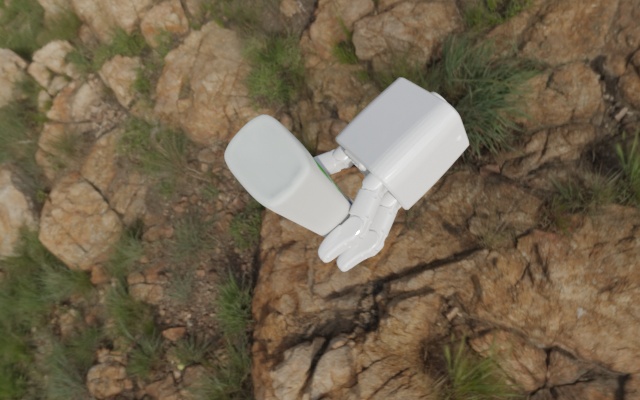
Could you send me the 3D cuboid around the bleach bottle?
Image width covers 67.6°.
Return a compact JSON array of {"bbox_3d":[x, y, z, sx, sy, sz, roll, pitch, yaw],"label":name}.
[{"bbox_3d":[0.000,0.002,0.549,0.102,0.068,0.251,48,5,31],"label":"bleach bottle"}]
